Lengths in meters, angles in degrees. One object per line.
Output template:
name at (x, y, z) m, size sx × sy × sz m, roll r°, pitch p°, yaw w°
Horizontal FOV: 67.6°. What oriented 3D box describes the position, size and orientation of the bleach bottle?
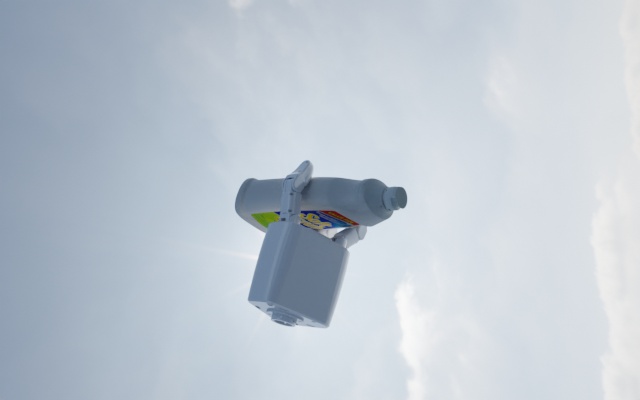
bleach bottle at (0.000, 0.002, 0.670) m, size 0.251 × 0.068 × 0.103 m, roll -6°, pitch -33°, yaw 39°
